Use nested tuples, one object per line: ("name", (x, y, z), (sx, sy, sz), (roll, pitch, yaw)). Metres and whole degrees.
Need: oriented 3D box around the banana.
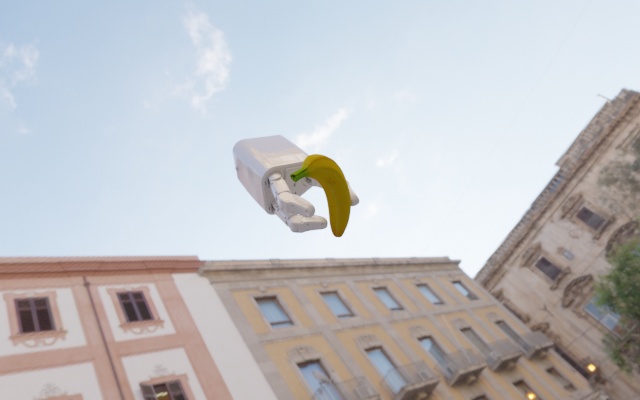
("banana", (0.012, -0.013, 0.695), (0.037, 0.069, 0.198), (38, -9, 35))
